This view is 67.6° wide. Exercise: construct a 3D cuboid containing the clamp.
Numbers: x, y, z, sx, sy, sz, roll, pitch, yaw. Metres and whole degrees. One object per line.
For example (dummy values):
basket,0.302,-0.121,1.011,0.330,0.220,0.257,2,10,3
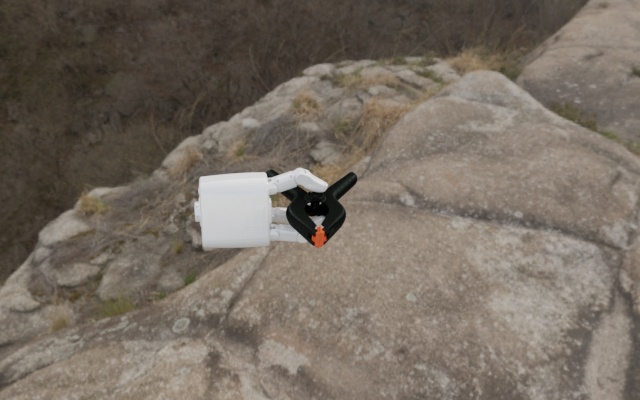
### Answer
clamp,0.000,0.002,0.783,0.164,0.036,0.209,-3,32,-11
